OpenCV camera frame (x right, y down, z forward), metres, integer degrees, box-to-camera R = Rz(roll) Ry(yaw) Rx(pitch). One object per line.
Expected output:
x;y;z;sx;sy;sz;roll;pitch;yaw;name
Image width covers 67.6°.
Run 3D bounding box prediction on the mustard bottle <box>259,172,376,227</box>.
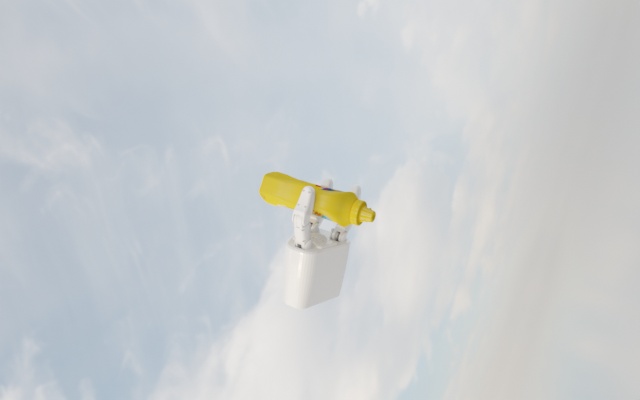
0.000;0.002;0.784;0.191;0.058;0.096;17;-4;26;mustard bottle
